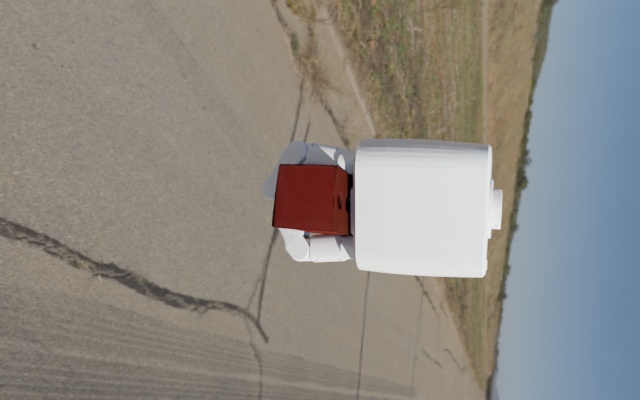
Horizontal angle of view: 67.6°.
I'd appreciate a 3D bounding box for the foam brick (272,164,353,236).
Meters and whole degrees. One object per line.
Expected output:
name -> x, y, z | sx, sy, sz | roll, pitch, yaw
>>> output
foam brick -> 0.000, 0.001, 0.406 | 0.051, 0.053, 0.078 | 4, -5, 20
